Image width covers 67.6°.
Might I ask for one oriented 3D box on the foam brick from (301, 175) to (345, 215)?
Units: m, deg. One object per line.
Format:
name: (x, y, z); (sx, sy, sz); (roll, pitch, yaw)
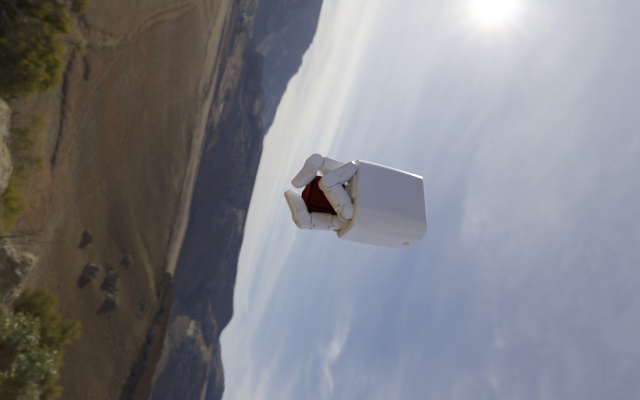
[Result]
foam brick: (0.000, 0.002, 0.725); (0.051, 0.053, 0.078); (12, -21, -10)
